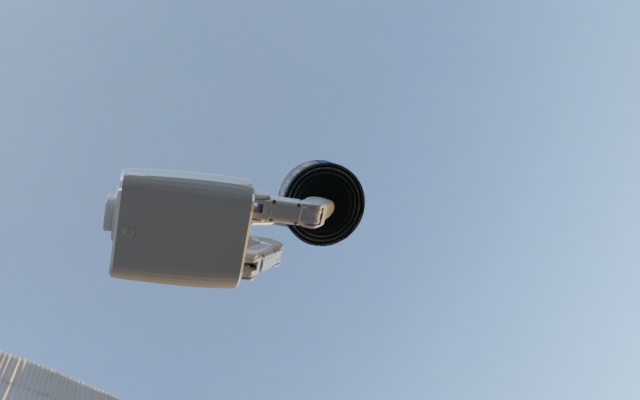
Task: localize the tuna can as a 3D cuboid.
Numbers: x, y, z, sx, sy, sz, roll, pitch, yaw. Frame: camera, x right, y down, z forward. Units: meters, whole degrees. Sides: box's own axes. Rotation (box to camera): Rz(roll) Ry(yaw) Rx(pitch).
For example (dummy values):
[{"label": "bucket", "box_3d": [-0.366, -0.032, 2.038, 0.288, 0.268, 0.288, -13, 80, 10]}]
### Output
[{"label": "tuna can", "box_3d": [0.000, 0.002, 0.493, 0.086, 0.086, 0.033, 0, 12, -17]}]
